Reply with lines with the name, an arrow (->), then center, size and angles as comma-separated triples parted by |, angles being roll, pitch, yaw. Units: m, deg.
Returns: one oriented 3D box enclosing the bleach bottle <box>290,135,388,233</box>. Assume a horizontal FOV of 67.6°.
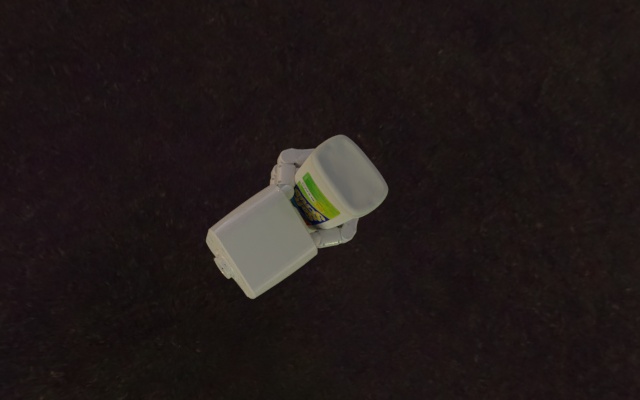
bleach bottle -> 0.000, 0.002, 0.667 | 0.068, 0.102, 0.251 | -36, -4, -22
